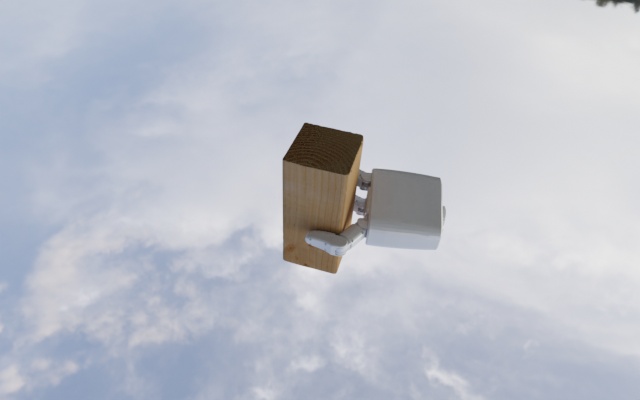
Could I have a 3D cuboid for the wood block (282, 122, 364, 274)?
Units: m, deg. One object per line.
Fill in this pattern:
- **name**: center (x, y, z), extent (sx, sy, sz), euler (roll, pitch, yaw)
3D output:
- **wood block**: center (0.000, 0.003, 0.700), extent (0.090, 0.206, 0.090), euler (14, 45, 10)
